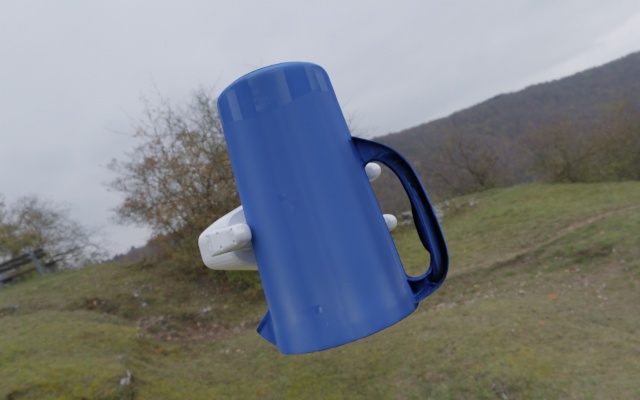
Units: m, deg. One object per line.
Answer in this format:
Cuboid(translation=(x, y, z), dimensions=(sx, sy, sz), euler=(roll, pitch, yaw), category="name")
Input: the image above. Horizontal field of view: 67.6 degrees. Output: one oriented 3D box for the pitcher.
Cuboid(translation=(0.000, 0.001, 0.438), dimensions=(0.149, 0.243, 0.145), euler=(-16, -4, -33), category="pitcher")
